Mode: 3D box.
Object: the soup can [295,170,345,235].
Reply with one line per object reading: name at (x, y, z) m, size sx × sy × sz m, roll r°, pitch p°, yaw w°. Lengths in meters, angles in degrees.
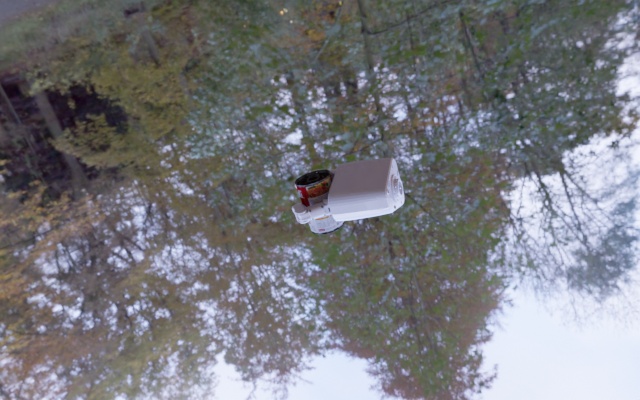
soup can at (0.000, 0.003, 0.880) m, size 0.068 × 0.102 × 0.068 m, roll -15°, pitch 22°, yaw 6°
